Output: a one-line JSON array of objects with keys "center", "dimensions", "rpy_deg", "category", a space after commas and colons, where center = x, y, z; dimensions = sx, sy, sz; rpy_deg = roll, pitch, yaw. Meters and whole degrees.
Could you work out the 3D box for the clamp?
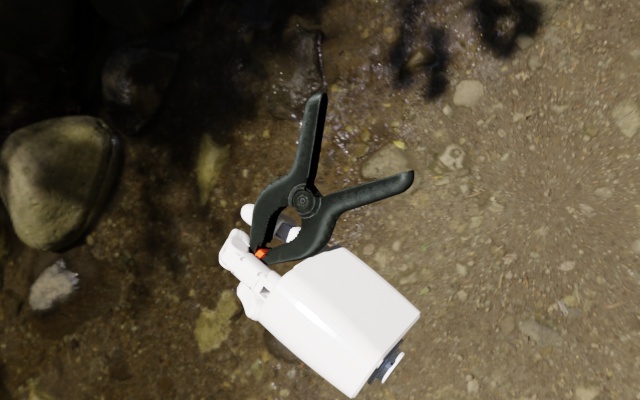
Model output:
[{"center": [0.000, 0.002, 0.437], "dimensions": [0.120, 0.171, 0.039], "rpy_deg": [36, 15, 20], "category": "clamp"}]
